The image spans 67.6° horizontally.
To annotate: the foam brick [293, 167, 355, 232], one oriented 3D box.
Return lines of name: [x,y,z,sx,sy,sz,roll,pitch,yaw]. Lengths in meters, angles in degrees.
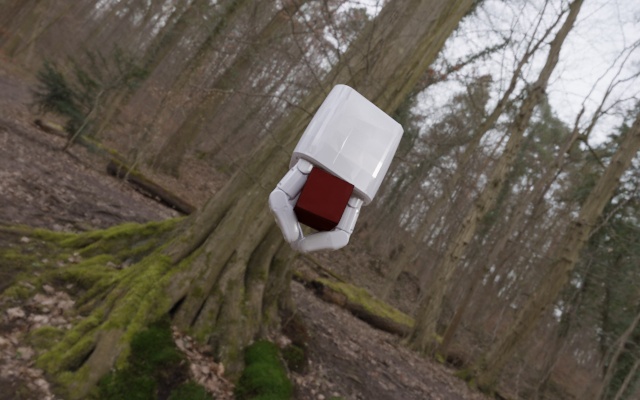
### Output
foam brick: [0.000,0.002,0.555,0.053,0.051,0.078,25,-14,-3]
